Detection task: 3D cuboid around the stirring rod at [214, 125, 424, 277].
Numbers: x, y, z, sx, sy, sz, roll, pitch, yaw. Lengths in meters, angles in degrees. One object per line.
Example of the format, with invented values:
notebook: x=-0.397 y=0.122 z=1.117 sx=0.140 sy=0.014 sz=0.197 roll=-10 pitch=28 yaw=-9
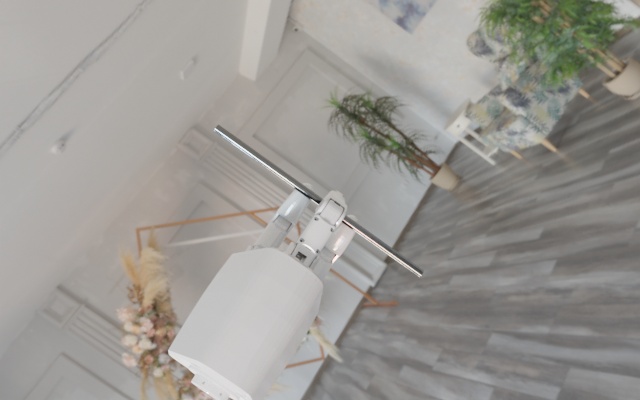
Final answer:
stirring rod: x=0.000 y=0.002 z=0.456 sx=0.239 sy=0.011 sz=0.011 roll=35 pitch=-3 yaw=-4
